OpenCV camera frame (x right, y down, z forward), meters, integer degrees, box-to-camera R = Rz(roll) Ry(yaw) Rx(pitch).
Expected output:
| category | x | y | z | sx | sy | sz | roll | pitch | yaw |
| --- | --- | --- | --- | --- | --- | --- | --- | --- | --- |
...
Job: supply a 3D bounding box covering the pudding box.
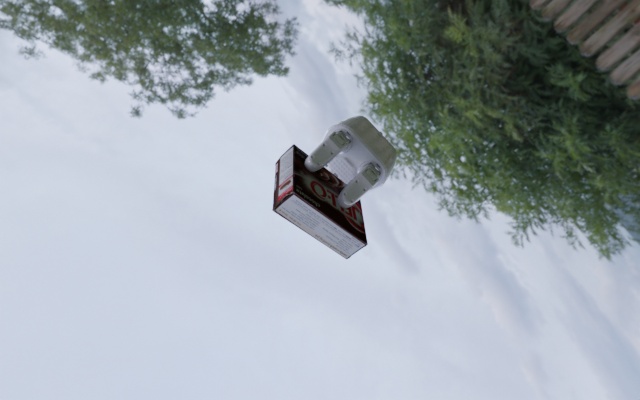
| category | x | y | z | sx | sy | sz | roll | pitch | yaw |
| --- | --- | --- | --- | --- | --- | --- | --- | --- | --- |
| pudding box | 0.000 | 0.002 | 0.537 | 0.113 | 0.090 | 0.039 | 33 | -61 | -26 |
